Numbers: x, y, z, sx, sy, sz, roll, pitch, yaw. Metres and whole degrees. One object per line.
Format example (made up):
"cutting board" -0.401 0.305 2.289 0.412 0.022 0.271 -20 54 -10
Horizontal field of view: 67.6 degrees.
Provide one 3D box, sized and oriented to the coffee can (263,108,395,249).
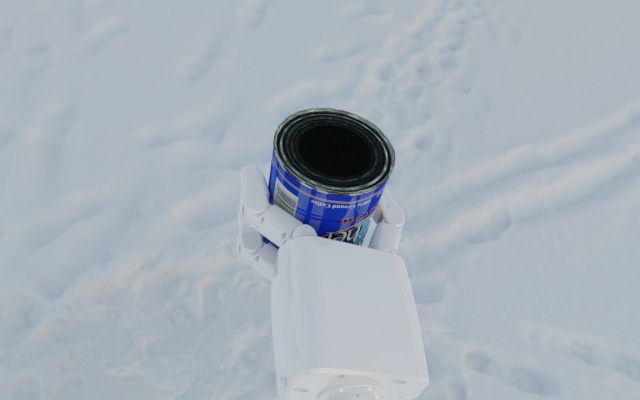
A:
"coffee can" 0.000 0.001 0.442 0.103 0.102 0.140 0 -41 -13
